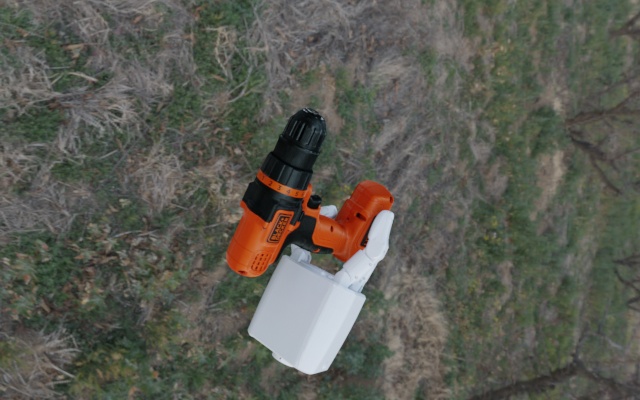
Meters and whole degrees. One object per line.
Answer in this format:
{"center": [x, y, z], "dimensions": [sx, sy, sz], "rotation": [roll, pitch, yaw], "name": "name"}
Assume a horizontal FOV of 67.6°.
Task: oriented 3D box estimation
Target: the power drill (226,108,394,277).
{"center": [0.000, 0.002, 0.534], "dimensions": [0.188, 0.184, 0.057], "rotation": [12, 22, -46], "name": "power drill"}
